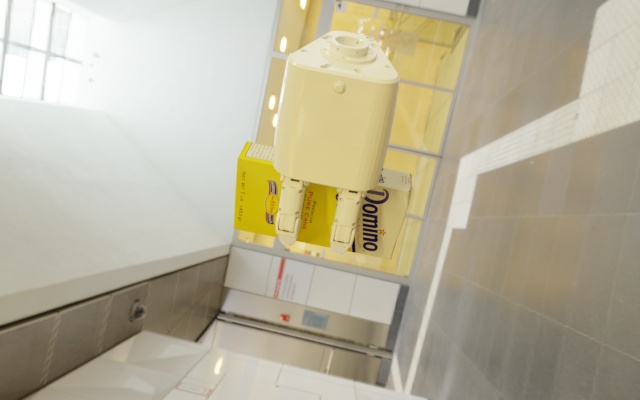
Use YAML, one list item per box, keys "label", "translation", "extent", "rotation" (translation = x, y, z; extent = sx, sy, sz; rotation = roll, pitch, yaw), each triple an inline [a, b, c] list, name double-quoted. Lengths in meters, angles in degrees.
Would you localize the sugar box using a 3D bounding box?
- label: "sugar box"
  translation: [0.000, 0.002, 0.505]
  extent: [0.176, 0.093, 0.048]
  rotation: [12, 35, 3]
